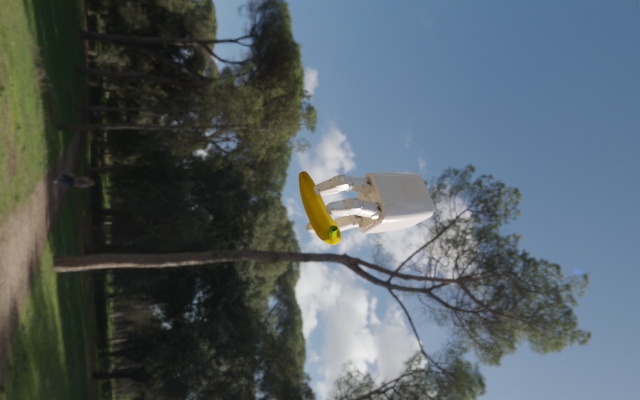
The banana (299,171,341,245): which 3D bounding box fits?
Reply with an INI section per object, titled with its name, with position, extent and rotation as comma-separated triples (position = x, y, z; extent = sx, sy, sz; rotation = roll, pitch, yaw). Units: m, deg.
[banana]
position = 0.000, 0.020, 0.832
extent = 0.037, 0.070, 0.197
rotation = -7, 33, -18
